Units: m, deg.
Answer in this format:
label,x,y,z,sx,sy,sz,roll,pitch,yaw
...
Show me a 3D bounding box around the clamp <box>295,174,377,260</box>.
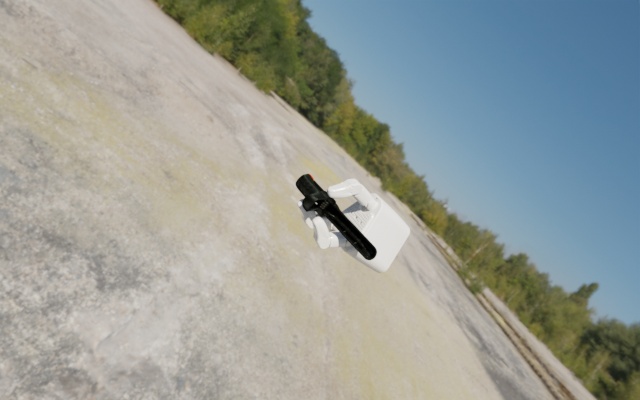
label,x,y,z,sx,sy,sz,roll,pitch,yaw
clamp,0.001,0.002,0.798,0.165,0.036,0.210,40,7,-38
